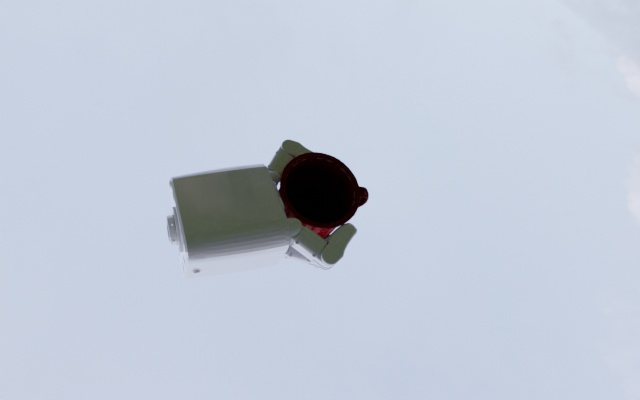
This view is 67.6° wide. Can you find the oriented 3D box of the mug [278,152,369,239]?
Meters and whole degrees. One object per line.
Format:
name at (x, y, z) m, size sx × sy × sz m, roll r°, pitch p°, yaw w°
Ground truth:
mug at (0.001, 0.002, 0.565) m, size 0.117 × 0.093 × 0.081 m, roll -7°, pitch -21°, yaw -22°
